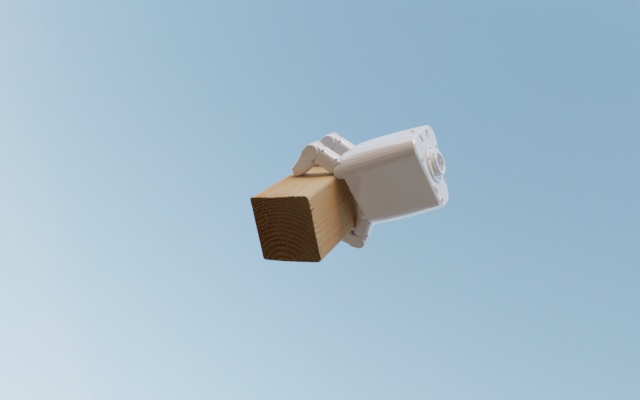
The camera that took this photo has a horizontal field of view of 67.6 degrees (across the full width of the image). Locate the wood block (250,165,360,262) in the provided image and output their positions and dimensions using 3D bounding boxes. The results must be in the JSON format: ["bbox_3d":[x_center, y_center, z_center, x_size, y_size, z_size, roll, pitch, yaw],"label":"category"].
[{"bbox_3d":[0.001,0.002,0.686,0.090,0.091,0.206,-1,19,29],"label":"wood block"}]
